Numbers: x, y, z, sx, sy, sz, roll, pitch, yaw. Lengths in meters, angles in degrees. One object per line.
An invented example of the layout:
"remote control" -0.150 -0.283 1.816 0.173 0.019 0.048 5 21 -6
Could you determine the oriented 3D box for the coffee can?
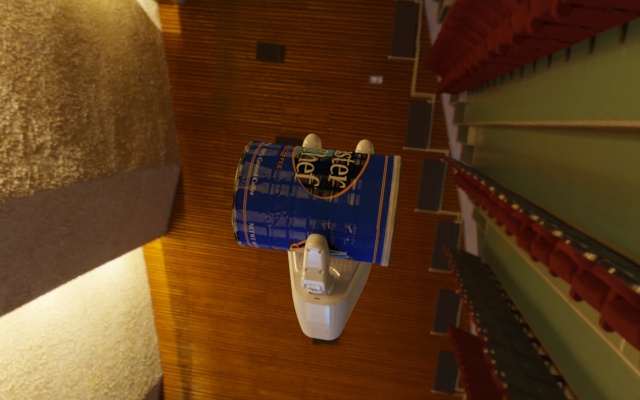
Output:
"coffee can" 0.000 0.001 0.450 0.140 0.103 0.103 7 1 7
